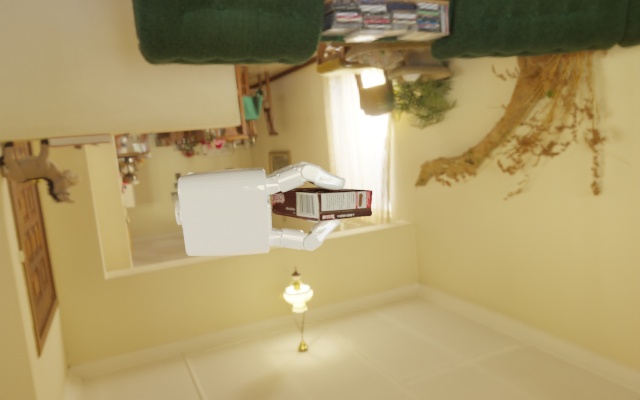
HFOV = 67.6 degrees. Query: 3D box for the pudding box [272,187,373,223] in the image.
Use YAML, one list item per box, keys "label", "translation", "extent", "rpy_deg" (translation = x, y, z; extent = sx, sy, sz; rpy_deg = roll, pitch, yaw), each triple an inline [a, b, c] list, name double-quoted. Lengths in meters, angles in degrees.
- label: "pudding box"
  translation: [0.000, 0.002, 0.637]
  extent: [0.090, 0.039, 0.113]
  rpy_deg: [-5, 8, -36]
